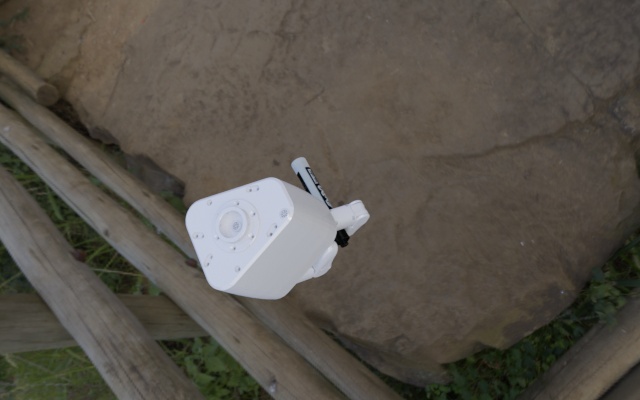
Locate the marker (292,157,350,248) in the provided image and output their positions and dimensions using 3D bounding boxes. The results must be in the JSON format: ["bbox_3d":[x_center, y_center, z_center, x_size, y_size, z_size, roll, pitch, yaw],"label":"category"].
[{"bbox_3d":[0.000,0.002,0.555,0.020,0.121,0.020,-24,-23,-11],"label":"marker"}]
